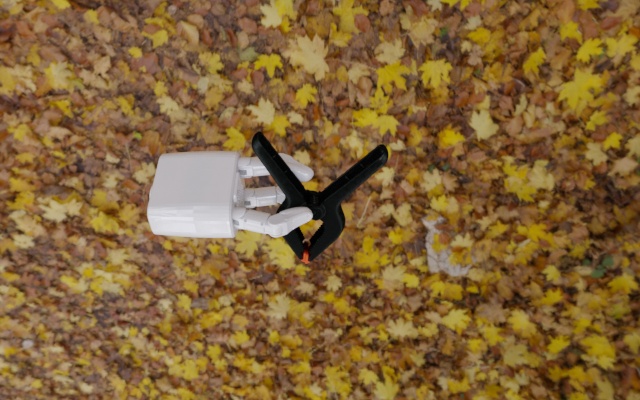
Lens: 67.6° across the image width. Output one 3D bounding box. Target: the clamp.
[{"bbox_3d":[0.000,0.003,0.627,0.164,0.210,0.036,1,40,1],"label":"clamp"}]
